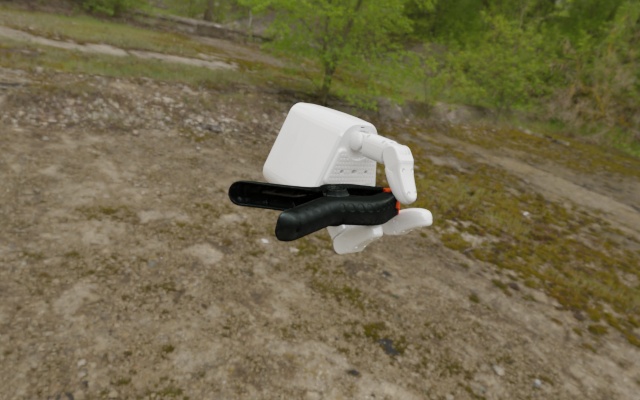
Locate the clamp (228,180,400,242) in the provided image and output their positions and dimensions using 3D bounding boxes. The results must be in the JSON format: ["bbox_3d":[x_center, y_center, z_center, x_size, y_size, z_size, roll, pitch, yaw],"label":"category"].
[{"bbox_3d":[0.000,0.001,0.459,0.171,0.039,0.120,-3,24,-40],"label":"clamp"}]
